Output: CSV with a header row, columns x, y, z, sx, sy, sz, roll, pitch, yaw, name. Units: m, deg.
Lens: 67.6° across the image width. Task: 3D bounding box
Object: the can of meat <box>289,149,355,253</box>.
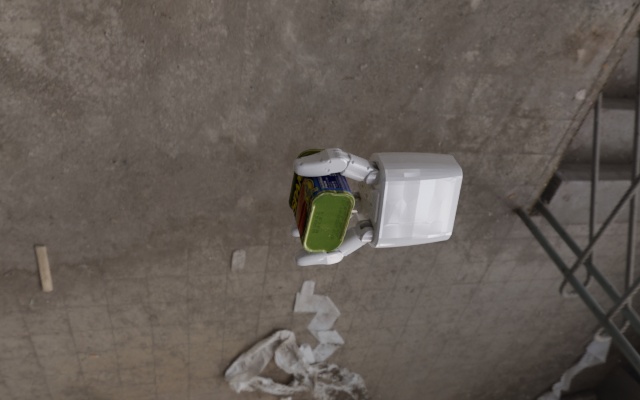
x,y,z,sx,sy,sz,roll,pitch,yaw,name
0.000,0.002,0.588,0.057,0.102,0.084,0,40,-17,can of meat
